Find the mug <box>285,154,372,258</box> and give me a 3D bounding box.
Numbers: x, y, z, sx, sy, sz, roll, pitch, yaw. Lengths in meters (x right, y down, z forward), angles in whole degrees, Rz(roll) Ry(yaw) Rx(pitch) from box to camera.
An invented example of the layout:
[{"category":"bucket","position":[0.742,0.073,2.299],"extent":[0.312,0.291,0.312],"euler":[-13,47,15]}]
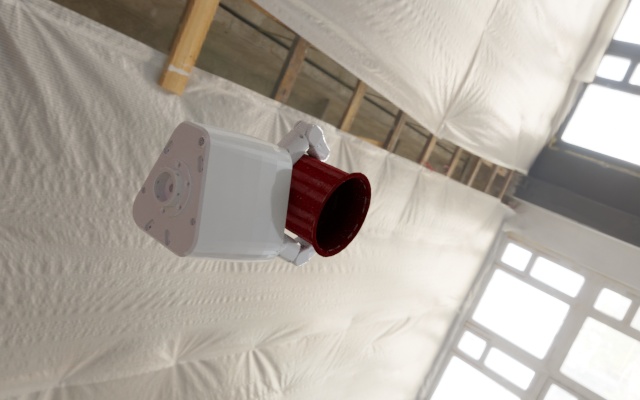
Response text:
[{"category":"mug","position":[0.001,0.002,0.512],"extent":[0.081,0.093,0.117],"euler":[27,8,33]}]
